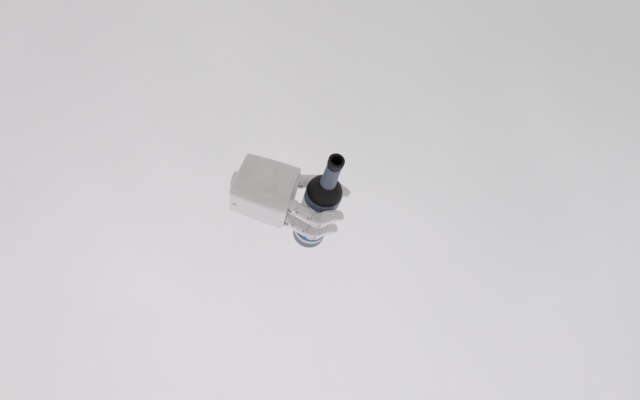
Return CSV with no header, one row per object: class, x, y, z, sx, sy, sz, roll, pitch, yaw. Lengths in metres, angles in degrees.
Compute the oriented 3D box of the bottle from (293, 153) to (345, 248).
bottle,0.000,0.003,0.881,0.069,0.069,0.296,0,-27,-11
